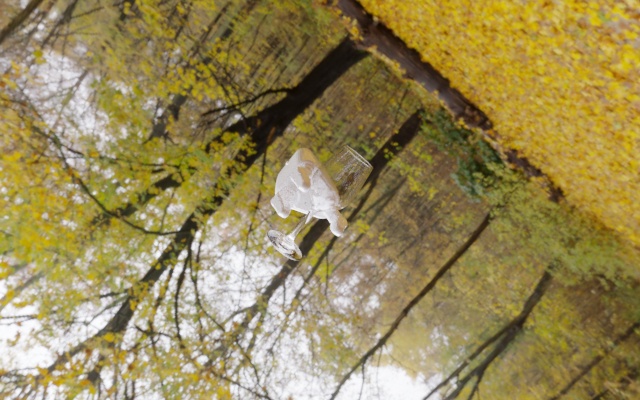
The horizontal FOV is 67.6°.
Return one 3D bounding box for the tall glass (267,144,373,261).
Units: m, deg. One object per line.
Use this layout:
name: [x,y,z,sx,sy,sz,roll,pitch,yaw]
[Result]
tall glass: [0.000,0.003,0.797,0.079,0.201,0.079,37,14,-11]
